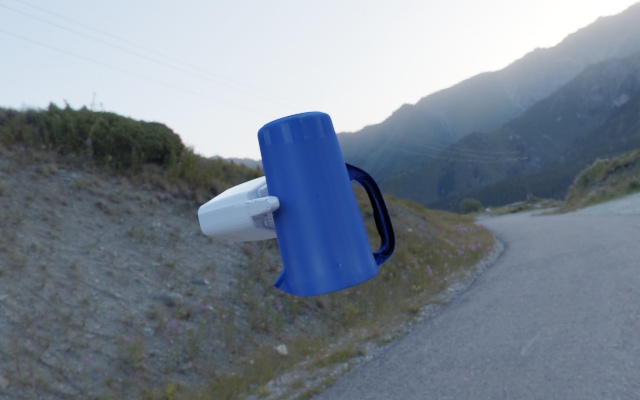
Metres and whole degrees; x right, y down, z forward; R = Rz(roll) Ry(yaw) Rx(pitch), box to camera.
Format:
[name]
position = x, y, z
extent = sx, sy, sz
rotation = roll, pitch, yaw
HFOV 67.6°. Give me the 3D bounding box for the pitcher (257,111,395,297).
[pitcher]
position = 0.000, 0.002, 0.675
extent = 0.145, 0.243, 0.149
rotation = -13, 1, 30
